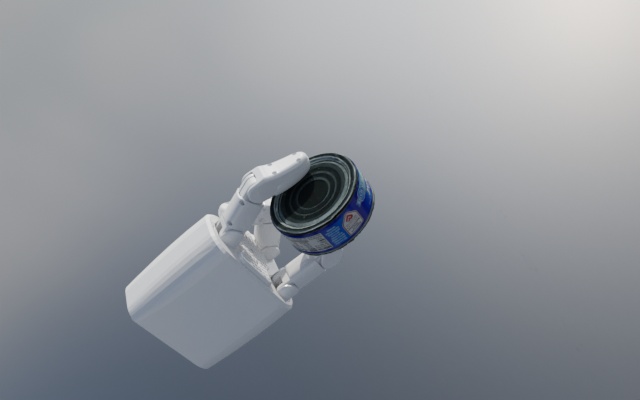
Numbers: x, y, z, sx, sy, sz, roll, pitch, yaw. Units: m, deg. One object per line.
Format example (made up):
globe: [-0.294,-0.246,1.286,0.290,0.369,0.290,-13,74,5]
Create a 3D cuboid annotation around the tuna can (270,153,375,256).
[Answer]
tuna can: [0.000,0.001,0.403,0.086,0.086,0.034,0,-35,37]
